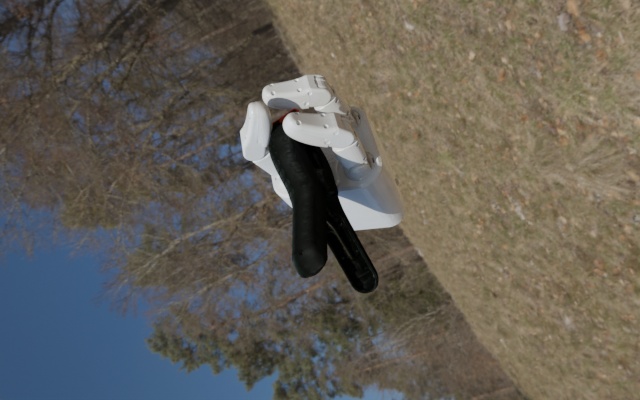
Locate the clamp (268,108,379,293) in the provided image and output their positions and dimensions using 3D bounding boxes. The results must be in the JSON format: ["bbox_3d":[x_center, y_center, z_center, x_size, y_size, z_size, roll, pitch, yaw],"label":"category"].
[{"bbox_3d":[-0.001,0.001,0.404,0.039,0.171,0.120,-23,-34,14],"label":"clamp"}]
